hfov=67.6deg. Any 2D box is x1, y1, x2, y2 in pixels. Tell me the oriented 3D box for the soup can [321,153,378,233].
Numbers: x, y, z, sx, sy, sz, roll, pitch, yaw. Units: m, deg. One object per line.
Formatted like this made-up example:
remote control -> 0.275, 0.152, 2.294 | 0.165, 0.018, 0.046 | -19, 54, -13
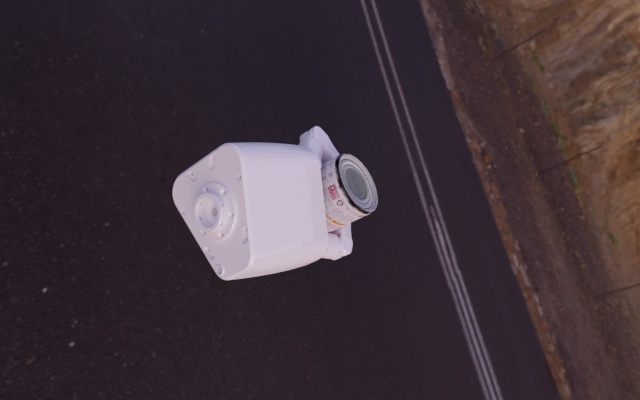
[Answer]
soup can -> 0.001, 0.002, 0.503 | 0.102, 0.068, 0.068 | -28, -15, 31
